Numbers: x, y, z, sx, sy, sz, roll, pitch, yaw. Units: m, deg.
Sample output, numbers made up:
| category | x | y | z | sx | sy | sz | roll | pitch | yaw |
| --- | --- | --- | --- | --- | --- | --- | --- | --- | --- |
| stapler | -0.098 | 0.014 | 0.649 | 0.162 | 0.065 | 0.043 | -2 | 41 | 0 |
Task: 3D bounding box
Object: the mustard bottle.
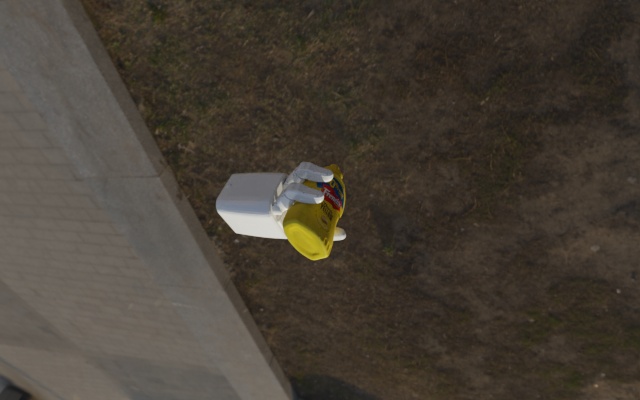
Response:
| category | x | y | z | sx | sy | sz | roll | pitch | yaw |
| --- | --- | --- | --- | --- | --- | --- | --- | --- | --- |
| mustard bottle | 0.000 | 0.003 | 0.824 | 0.058 | 0.096 | 0.191 | -20 | 33 | 34 |
